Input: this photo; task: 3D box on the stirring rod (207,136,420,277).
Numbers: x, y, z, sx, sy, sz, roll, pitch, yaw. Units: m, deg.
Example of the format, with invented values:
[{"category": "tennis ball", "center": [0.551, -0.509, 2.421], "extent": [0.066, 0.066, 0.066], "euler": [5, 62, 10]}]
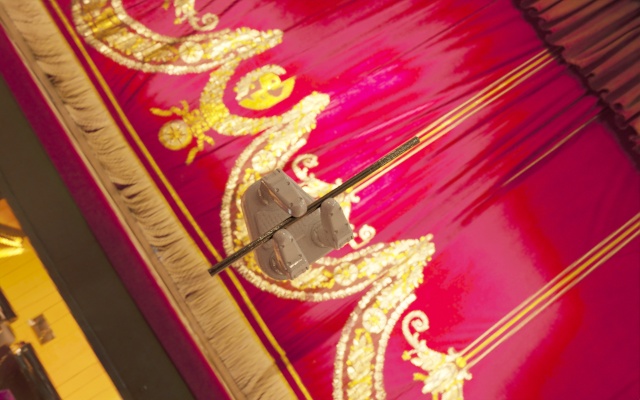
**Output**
[{"category": "stirring rod", "center": [0.000, 0.001, 0.451], "extent": [0.239, 0.011, 0.011], "euler": [-33, 9, -15]}]
